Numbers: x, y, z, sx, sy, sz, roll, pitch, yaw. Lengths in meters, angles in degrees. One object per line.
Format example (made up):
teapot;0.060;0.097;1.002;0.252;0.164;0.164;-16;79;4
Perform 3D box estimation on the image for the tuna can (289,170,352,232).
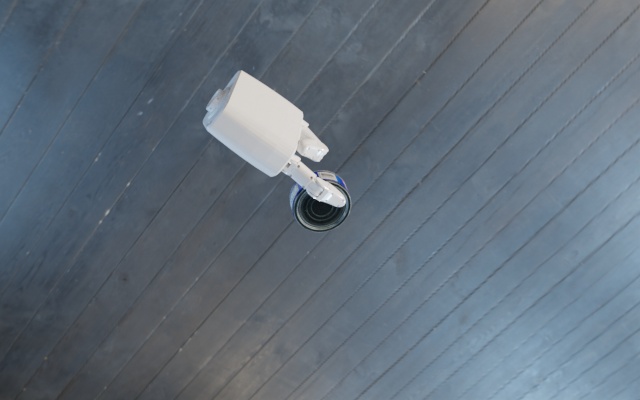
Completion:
tuna can;0.000;0.003;0.677;0.086;0.086;0.033;0;29;-12
